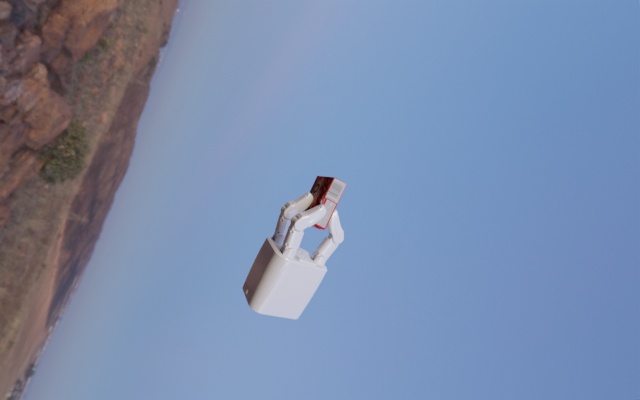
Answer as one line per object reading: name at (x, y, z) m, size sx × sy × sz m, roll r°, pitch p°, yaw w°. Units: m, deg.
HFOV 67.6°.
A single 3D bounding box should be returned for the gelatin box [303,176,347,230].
gelatin box at (0.001, 0.003, 0.820) m, size 0.030 × 0.089 × 0.073 m, roll 29°, pitch -7°, yaw -23°
